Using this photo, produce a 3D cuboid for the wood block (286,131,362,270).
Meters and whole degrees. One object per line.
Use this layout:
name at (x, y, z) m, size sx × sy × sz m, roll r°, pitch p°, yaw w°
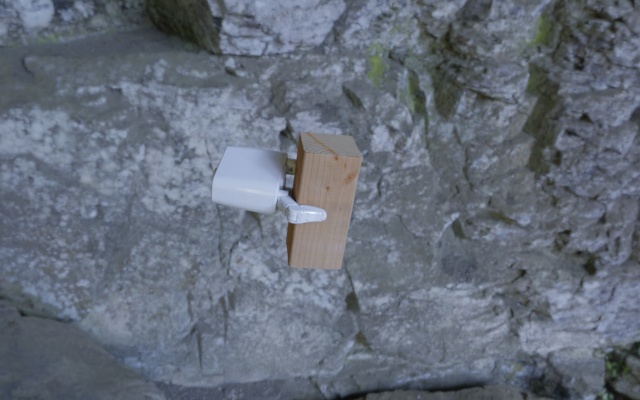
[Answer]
wood block at (0.000, 0.003, 0.784) m, size 0.090 × 0.206 × 0.090 m, roll 4°, pitch 28°, yaw -9°
